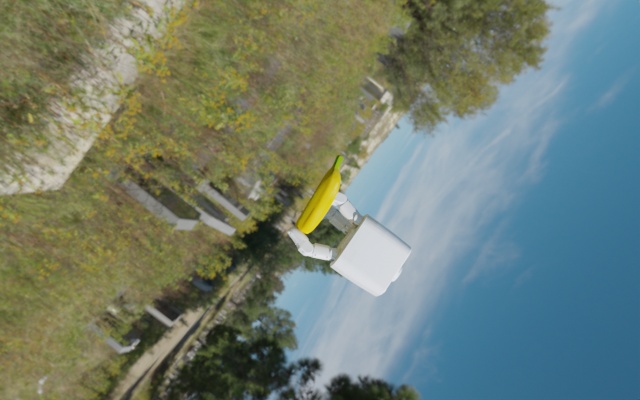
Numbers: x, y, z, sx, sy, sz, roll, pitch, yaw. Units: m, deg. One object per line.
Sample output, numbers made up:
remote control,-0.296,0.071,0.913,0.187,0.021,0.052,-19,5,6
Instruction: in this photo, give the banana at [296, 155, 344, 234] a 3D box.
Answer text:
banana,-0.005,0.011,0.833,0.037,0.198,0.069,32,42,0
